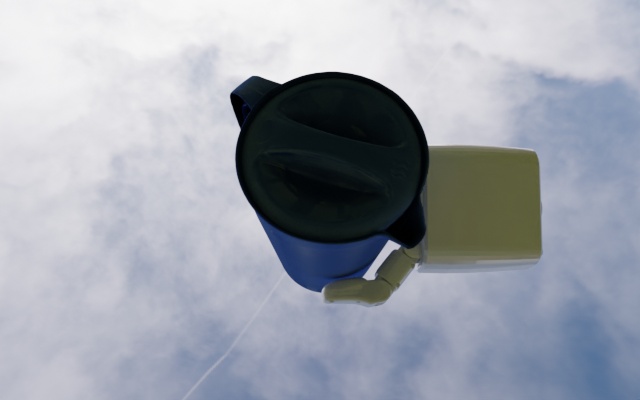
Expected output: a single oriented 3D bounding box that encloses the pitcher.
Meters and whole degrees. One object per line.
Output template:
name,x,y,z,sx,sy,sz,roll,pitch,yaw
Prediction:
pitcher,0.000,0.001,0.434,0.145,0.149,0.243,-1,-22,-1
